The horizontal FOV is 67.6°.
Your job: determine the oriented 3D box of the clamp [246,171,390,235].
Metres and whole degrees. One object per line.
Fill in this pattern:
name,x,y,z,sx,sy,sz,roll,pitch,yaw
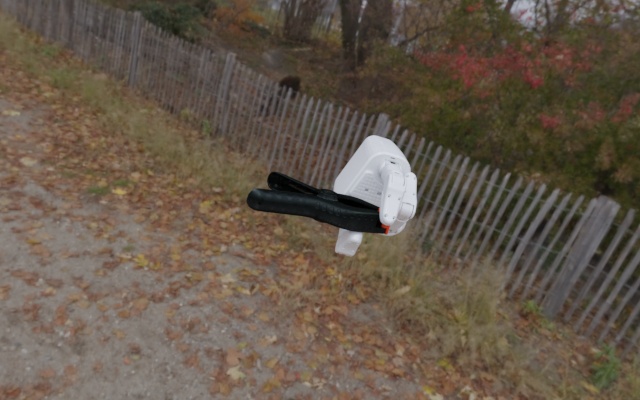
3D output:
clamp,0.000,0.001,0.582,0.171,0.039,0.120,15,21,-7
